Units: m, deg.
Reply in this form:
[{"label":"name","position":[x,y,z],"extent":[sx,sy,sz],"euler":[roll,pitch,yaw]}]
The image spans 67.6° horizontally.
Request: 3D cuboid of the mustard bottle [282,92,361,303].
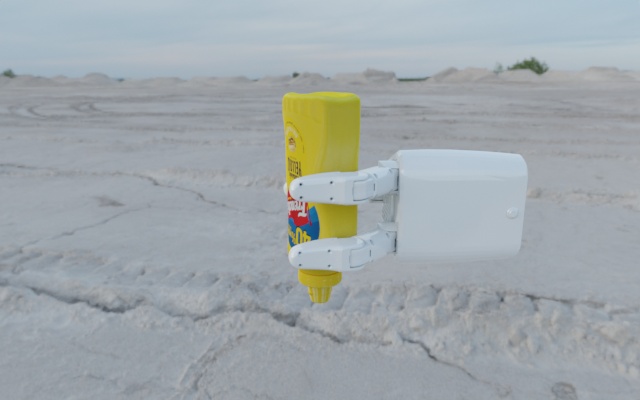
[{"label":"mustard bottle","position":[0.000,0.001,0.429],"extent":[0.058,0.192,0.096],"euler":[-7,16,-23]}]
